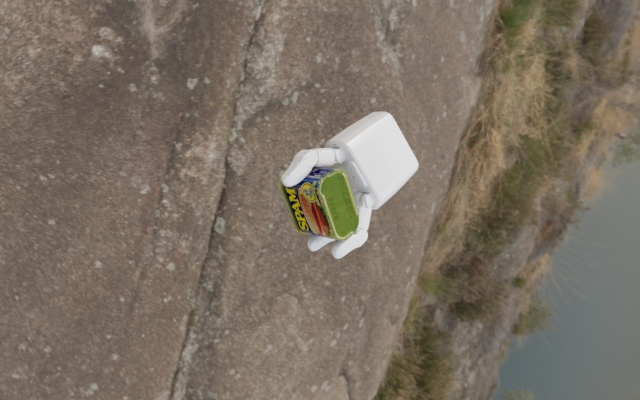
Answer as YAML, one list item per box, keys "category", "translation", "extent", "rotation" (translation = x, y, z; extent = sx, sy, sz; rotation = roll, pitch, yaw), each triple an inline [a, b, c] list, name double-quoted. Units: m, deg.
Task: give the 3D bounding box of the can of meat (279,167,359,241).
- category: "can of meat"
  translation: [0.000, 0.002, 0.657]
  extent: [0.057, 0.102, 0.084]
  rotation: [-36, 28, -33]
